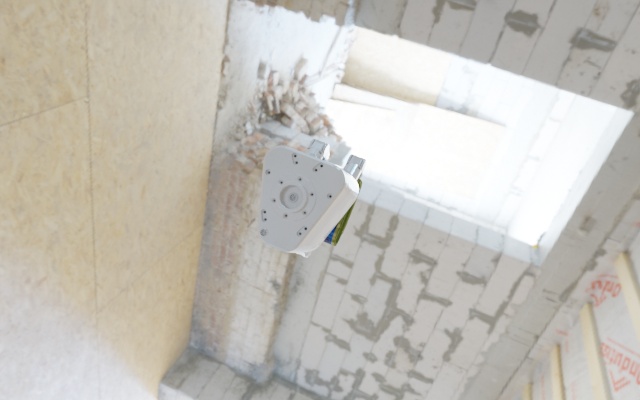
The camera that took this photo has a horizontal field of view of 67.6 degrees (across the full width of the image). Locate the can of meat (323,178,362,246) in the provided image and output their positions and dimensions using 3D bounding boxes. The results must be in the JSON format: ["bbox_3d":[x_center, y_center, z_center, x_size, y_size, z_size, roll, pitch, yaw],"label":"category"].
[{"bbox_3d":[0.000,0.002,0.647,0.084,0.102,0.057,21,-4,11],"label":"can of meat"}]
